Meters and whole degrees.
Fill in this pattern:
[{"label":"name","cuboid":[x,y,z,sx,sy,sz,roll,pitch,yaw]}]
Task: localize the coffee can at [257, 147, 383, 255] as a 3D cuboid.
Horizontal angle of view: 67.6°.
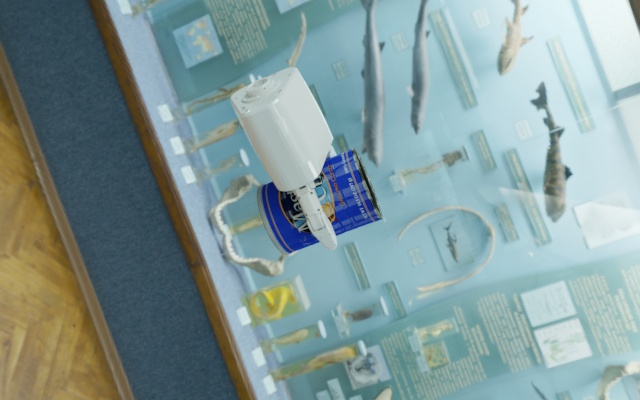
[{"label":"coffee can","cuboid":[0.000,0.002,0.643,0.140,0.103,0.103,-21,-4,10]}]
